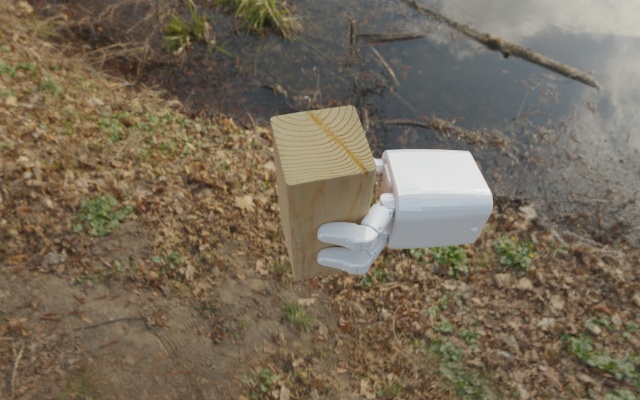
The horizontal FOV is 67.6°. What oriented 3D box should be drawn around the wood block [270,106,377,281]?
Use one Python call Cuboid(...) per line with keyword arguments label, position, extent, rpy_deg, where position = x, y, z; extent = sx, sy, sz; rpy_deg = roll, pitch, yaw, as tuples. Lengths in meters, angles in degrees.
Cuboid(label="wood block", position=(0.000, 0.001, 0.547), extent=(0.090, 0.090, 0.206), rpy_deg=(-10, -34, -8))
